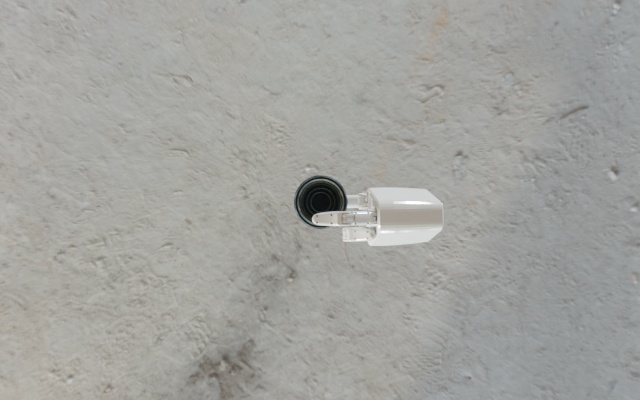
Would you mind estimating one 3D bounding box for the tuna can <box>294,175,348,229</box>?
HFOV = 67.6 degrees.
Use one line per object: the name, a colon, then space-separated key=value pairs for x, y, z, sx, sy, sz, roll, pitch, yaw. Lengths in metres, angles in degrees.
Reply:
tuna can: x=0.000 y=0.003 z=0.760 sx=0.086 sy=0.086 sz=0.034 roll=0 pitch=2 yaw=-2
